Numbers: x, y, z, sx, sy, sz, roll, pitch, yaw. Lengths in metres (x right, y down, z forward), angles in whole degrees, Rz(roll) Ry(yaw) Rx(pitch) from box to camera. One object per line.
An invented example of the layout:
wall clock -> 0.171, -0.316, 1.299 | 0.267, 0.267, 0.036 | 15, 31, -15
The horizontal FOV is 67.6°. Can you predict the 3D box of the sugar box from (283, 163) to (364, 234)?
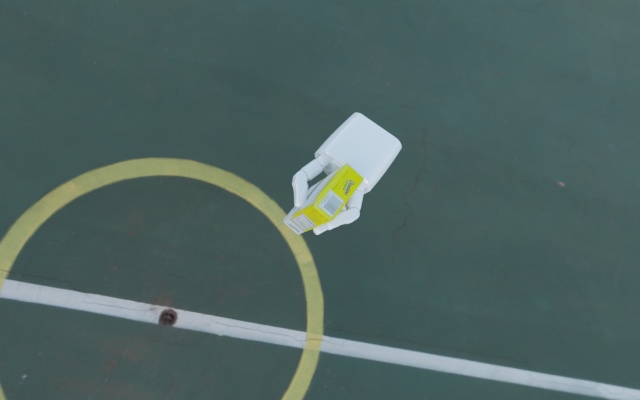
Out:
sugar box -> 0.001, 0.003, 0.815 | 0.048, 0.093, 0.176 | 41, -20, -6
